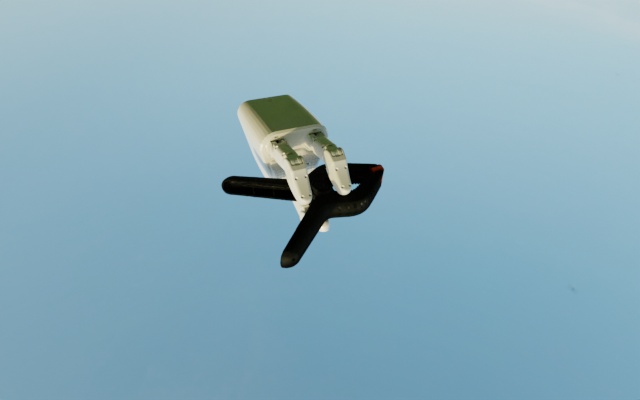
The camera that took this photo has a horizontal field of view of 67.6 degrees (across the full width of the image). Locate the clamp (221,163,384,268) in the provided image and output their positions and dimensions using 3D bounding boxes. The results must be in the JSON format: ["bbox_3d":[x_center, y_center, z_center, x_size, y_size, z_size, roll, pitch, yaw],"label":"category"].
[{"bbox_3d":[0.000,0.002,0.602,0.210,0.036,0.164,-15,45,-23],"label":"clamp"}]
